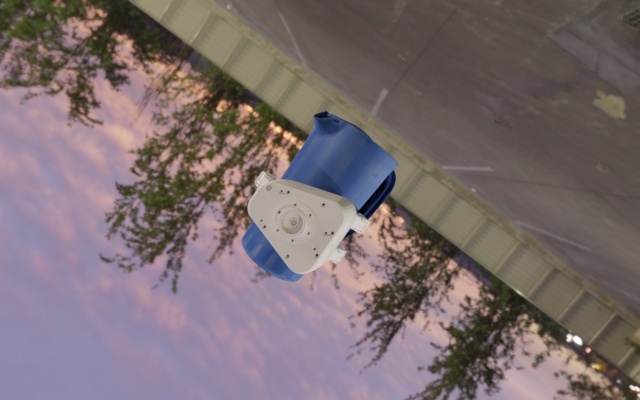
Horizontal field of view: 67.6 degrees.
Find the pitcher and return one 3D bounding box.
[{"bbox_3d":[0.000,0.002,0.716,0.149,0.243,0.145,37,6,6],"label":"pitcher"}]
